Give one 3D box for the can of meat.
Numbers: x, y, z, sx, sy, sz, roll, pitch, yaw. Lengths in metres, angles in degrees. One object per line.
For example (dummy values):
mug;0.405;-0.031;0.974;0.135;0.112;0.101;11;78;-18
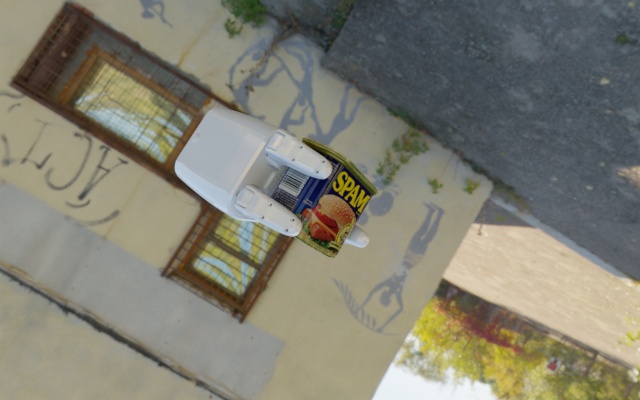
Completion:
can of meat;0.000;0.002;0.460;0.057;0.084;0.102;28;-6;34
